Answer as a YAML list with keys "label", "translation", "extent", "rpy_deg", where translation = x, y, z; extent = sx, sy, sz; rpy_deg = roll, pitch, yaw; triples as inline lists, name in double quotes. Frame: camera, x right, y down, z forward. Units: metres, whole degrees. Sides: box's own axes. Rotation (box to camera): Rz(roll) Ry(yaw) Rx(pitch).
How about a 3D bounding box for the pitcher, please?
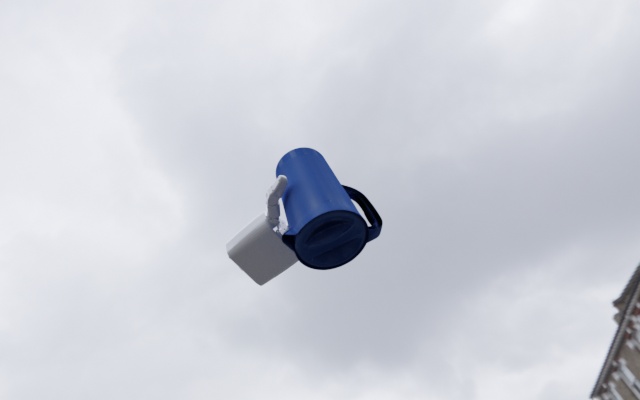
- label: "pitcher"
  translation: [0.000, 0.003, 0.897]
  extent: [0.149, 0.145, 0.242]
  rpy_deg: [41, 16, -37]
